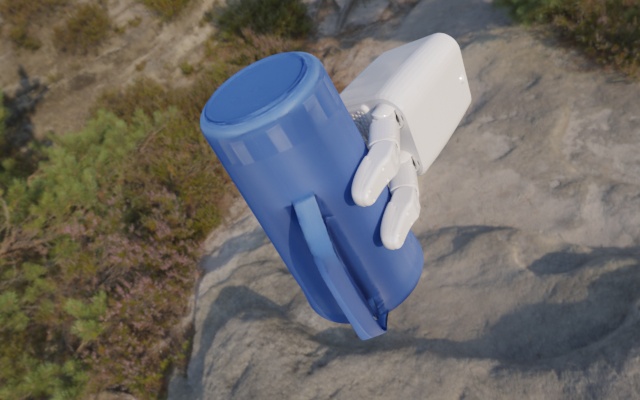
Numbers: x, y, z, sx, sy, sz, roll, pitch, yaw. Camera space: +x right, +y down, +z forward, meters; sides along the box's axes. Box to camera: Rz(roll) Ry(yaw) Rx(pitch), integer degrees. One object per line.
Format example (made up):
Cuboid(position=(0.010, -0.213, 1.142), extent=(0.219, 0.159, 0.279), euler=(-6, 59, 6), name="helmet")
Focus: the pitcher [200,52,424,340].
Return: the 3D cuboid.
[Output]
Cuboid(position=(0.000, 0.001, 0.431), extent=(0.149, 0.145, 0.243), euler=(14, -34, 43), name="pitcher")
